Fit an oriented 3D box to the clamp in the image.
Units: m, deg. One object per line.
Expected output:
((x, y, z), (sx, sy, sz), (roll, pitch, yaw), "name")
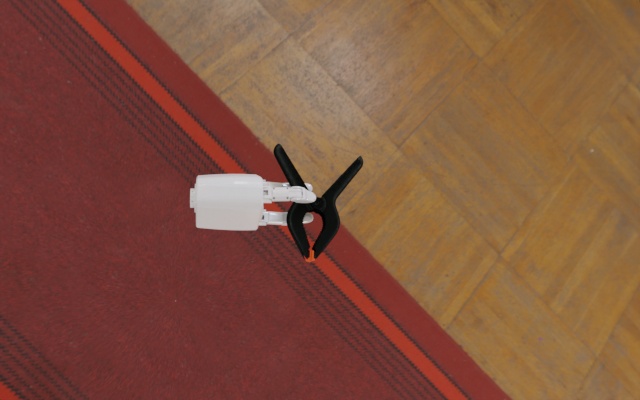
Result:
((0.000, 0.003, 0.845), (0.164, 0.210, 0.036), (0, -11, -11), "clamp")
